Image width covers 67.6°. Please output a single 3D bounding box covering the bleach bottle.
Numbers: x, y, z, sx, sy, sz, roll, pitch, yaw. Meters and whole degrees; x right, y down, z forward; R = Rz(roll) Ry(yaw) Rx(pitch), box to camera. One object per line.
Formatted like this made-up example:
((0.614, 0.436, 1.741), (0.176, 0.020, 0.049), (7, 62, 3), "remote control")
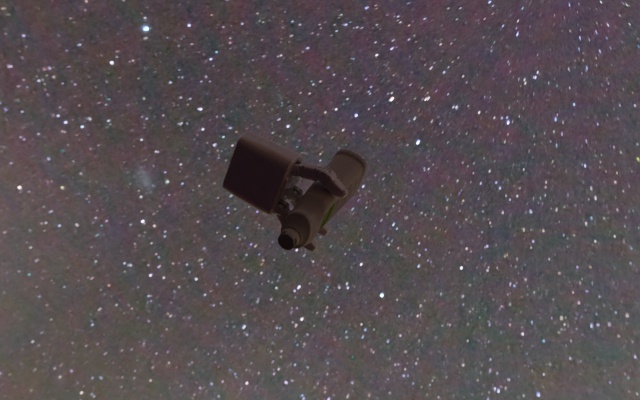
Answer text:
((0.000, 0.003, 0.826), (0.068, 0.103, 0.250), (28, 35, 11), "bleach bottle")
